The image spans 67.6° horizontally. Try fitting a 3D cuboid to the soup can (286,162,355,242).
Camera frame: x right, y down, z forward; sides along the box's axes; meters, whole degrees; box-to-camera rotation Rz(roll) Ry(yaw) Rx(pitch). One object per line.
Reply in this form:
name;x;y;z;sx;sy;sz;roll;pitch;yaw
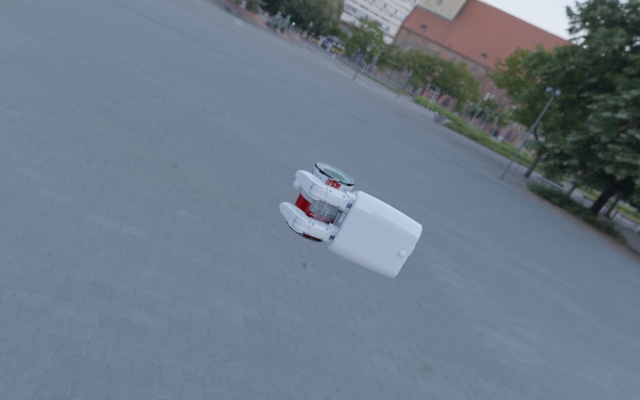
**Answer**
soup can;0.000;0.002;0.721;0.068;0.102;0.068;25;17;-8
